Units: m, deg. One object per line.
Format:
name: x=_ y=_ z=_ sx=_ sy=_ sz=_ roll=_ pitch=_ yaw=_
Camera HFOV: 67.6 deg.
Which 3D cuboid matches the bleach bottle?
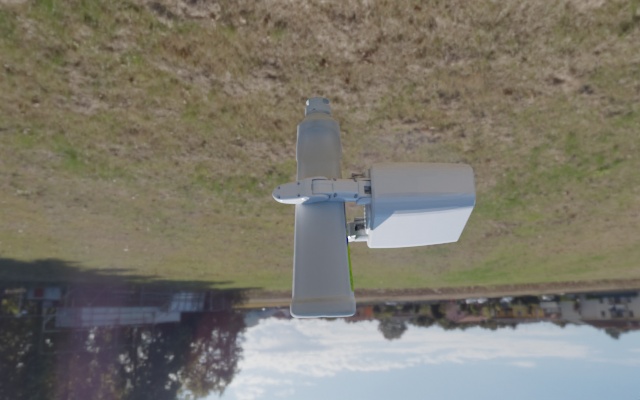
bleach bottle: x=0.000 y=0.002 z=0.536 sx=0.068 sy=0.250 sz=0.102 roll=-2 pitch=-13 yaw=2
